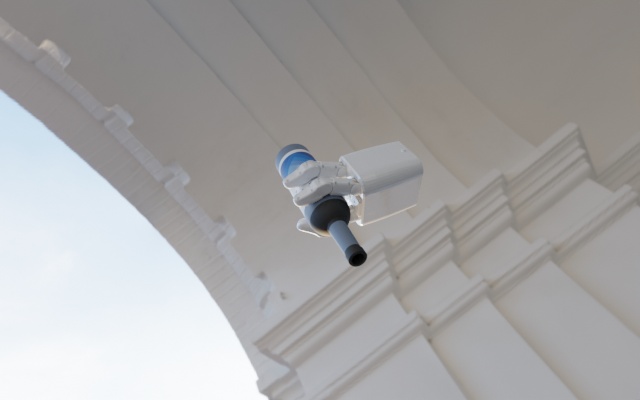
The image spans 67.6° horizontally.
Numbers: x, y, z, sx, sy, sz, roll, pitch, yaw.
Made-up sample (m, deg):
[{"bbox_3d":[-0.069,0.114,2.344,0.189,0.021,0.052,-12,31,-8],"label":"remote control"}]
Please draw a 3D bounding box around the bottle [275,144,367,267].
[{"bbox_3d":[0.000,0.002,0.751,0.069,0.069,0.295,0,31,-24],"label":"bottle"}]
